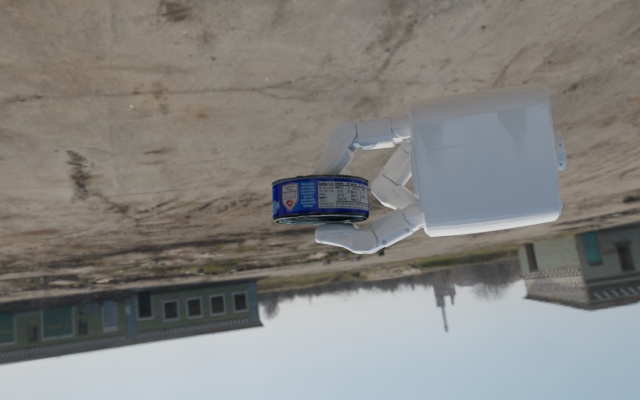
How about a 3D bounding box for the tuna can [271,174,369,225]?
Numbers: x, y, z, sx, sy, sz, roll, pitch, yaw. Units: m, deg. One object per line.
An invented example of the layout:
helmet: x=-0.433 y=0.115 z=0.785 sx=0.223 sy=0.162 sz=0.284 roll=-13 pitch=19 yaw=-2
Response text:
tuna can: x=0.000 y=0.002 z=0.419 sx=0.086 sy=0.033 sz=0.086 roll=-2 pitch=-8 yaw=0
